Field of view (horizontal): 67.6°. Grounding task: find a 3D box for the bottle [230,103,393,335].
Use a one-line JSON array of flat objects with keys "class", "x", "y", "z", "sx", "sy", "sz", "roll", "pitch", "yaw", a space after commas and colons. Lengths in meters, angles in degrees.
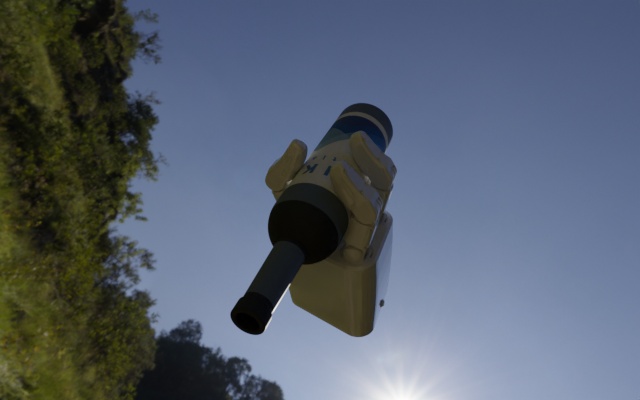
[{"class": "bottle", "x": 0.000, "y": 0.001, "z": 0.443, "sx": 0.069, "sy": 0.069, "sz": 0.295, "roll": 0, "pitch": 35, "yaw": 25}]
